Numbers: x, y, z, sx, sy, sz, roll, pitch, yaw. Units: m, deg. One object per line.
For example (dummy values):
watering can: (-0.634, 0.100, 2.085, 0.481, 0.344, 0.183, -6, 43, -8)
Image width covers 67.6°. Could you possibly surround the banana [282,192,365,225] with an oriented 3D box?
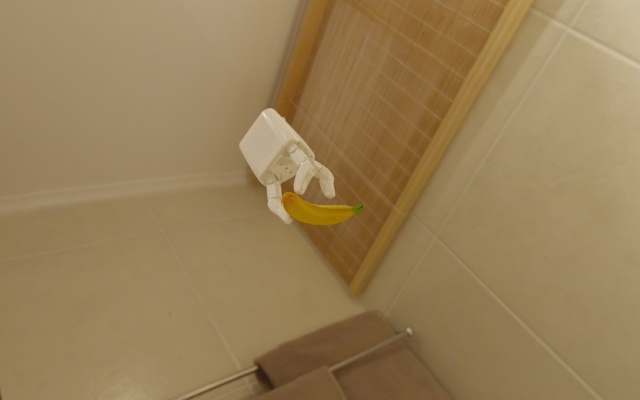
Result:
banana: (-0.008, 0.016, 0.877, 0.198, 0.037, 0.070, 6, -48, -44)
